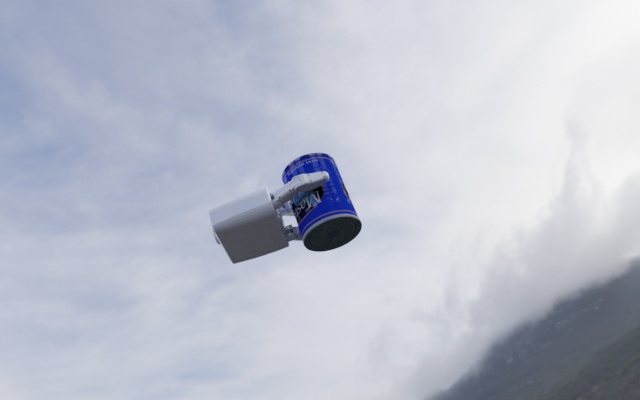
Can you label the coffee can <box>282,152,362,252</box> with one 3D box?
[{"bbox_3d":[0.000,0.003,0.827,0.103,0.140,0.103,-15,-33,-10],"label":"coffee can"}]
